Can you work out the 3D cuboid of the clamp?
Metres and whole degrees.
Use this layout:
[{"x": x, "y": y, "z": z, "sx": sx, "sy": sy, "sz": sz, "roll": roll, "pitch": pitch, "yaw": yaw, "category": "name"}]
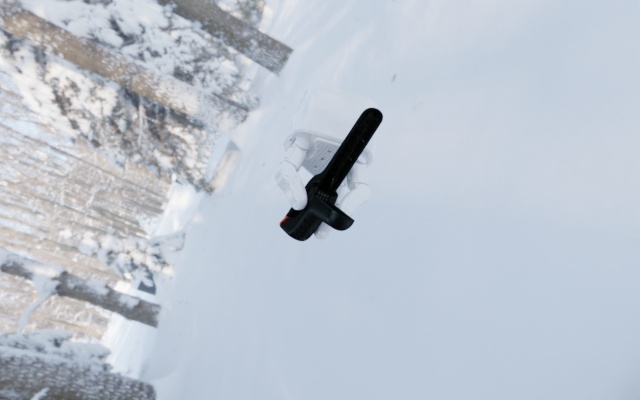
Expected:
[{"x": -0.001, "y": 0.002, "z": 0.577, "sx": 0.036, "sy": 0.164, "sz": 0.210, "roll": 29, "pitch": -41, "yaw": -14, "category": "clamp"}]
